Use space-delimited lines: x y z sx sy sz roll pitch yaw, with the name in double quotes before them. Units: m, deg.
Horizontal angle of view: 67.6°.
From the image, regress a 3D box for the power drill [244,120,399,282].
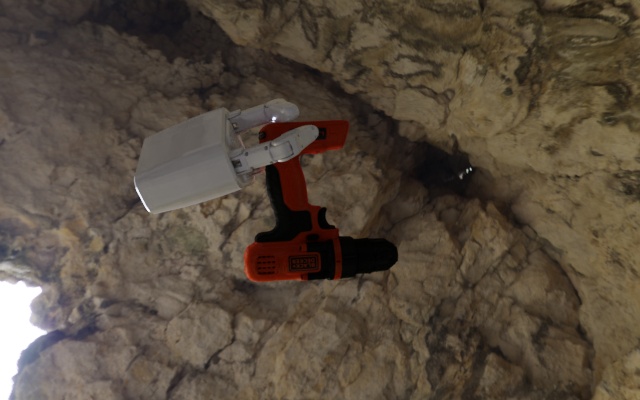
"power drill" 0.000 0.001 0.562 0.184 0.187 0.057 -3 2 -11
